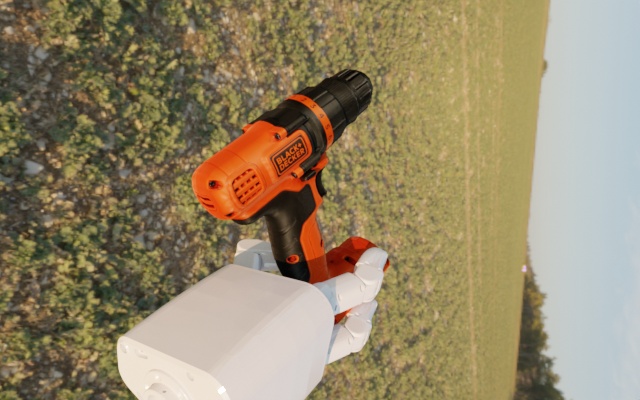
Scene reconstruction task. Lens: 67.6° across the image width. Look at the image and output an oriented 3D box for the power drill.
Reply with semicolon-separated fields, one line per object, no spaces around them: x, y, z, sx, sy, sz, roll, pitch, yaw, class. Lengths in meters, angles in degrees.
0.000;0.002;0.413;0.184;0.188;0.057;-40;33;-28;power drill
